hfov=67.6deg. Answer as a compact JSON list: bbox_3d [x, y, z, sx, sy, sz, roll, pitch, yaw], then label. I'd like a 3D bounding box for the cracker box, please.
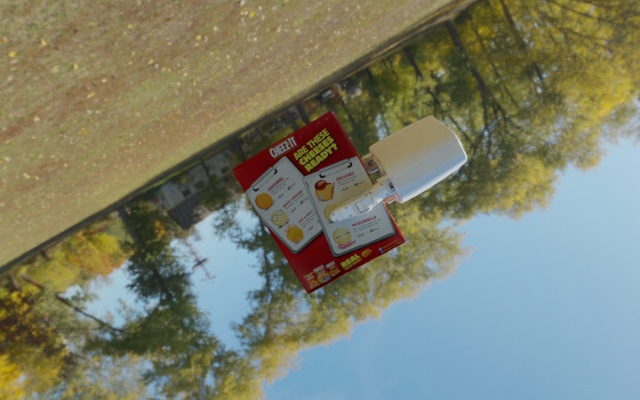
[{"bbox_3d":[0.000,0.002,0.695,0.164,0.214,0.072,-29,10,6],"label":"cracker box"}]
